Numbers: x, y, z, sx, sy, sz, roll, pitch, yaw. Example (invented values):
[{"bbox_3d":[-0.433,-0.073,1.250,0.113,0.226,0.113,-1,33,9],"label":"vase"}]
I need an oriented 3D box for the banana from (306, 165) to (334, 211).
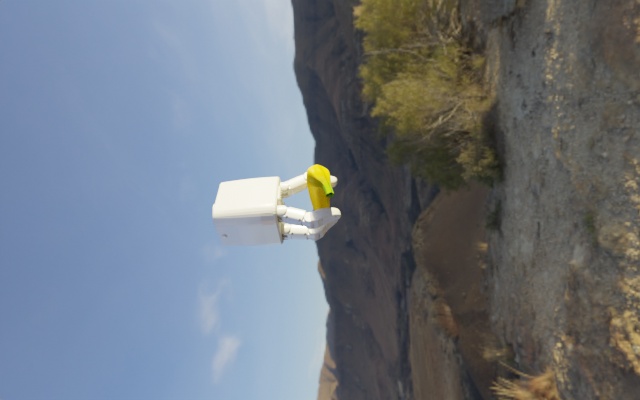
[{"bbox_3d":[-0.002,-0.016,0.792,0.037,0.069,0.198,-7,-12,-2],"label":"banana"}]
